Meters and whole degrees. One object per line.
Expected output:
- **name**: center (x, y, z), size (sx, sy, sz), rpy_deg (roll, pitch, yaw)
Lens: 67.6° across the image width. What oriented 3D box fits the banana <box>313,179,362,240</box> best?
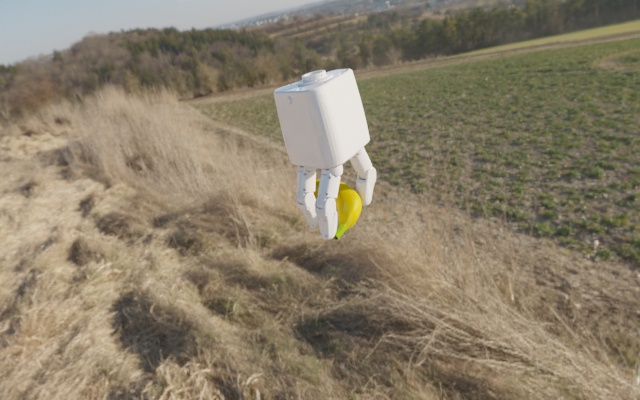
- **banana**: center (0.018, -0.003, 0.743), size (0.069, 0.037, 0.197), rpy_deg (-21, 24, -9)
